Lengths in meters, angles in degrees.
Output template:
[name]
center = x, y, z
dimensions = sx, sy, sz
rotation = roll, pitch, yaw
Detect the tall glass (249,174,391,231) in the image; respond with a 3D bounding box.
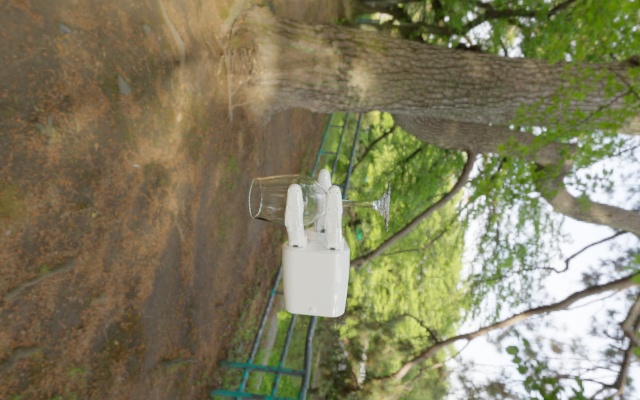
[tall glass]
center = 0.001, 0.002, 0.702
dimensions = 0.201, 0.079, 0.079
rotation = 4, 0, 8
